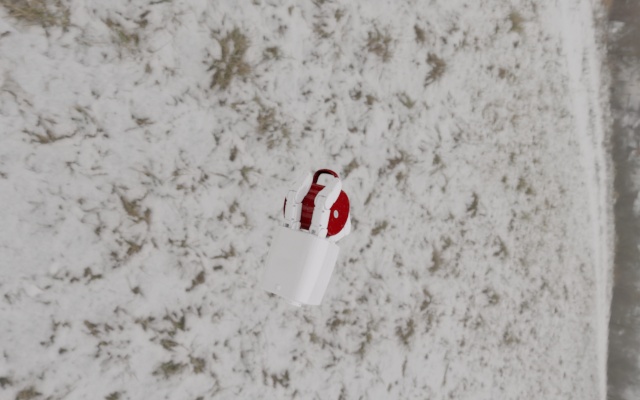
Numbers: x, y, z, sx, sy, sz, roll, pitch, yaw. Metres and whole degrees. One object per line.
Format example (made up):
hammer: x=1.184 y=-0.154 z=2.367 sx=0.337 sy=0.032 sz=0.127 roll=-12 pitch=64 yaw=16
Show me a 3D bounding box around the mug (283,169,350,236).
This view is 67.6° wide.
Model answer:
mug: x=0.001 y=0.001 z=0.820 sx=0.081 sy=0.117 sz=0.093 roll=13 pitch=-9 yaw=34
